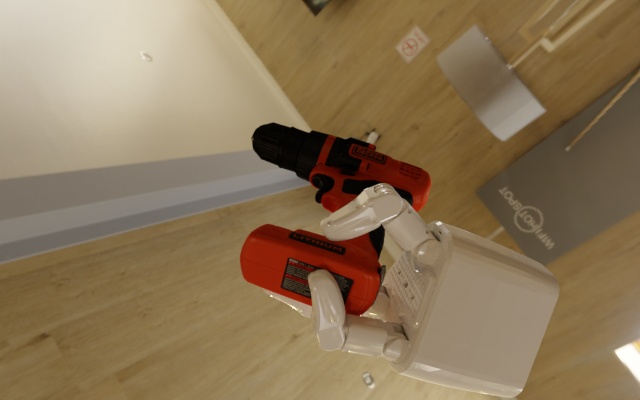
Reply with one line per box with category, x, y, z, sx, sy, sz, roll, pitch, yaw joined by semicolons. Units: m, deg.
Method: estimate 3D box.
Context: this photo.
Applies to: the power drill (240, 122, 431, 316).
power drill;0.000;0.002;0.420;0.184;0.057;0.187;18;39;7
